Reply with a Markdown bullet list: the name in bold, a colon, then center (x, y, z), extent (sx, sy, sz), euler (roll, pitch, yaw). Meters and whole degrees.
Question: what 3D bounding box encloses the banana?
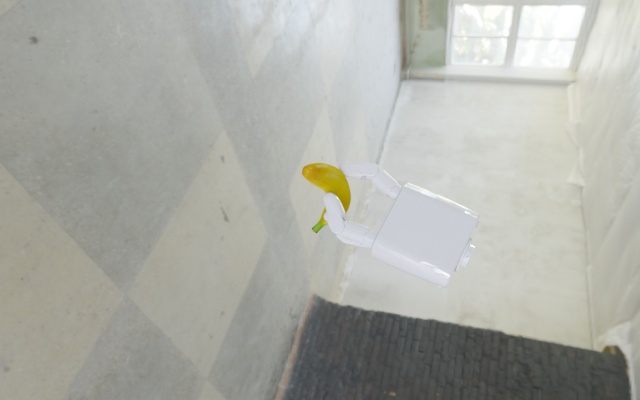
- **banana**: center (0.014, -0.008, 0.701), extent (0.037, 0.069, 0.198), euler (42, -18, 23)
